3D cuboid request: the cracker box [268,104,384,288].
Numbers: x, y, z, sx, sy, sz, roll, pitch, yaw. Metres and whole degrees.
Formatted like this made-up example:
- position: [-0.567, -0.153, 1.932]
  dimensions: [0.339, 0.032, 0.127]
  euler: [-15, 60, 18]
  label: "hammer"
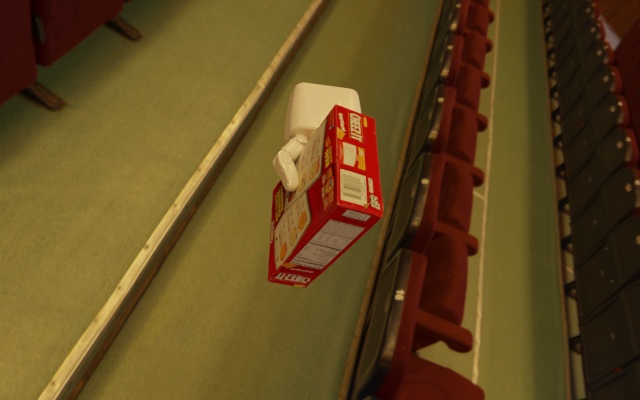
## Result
- position: [0.000, 0.002, 0.659]
  dimensions: [0.072, 0.164, 0.214]
  euler: [16, -39, -21]
  label: "cracker box"
